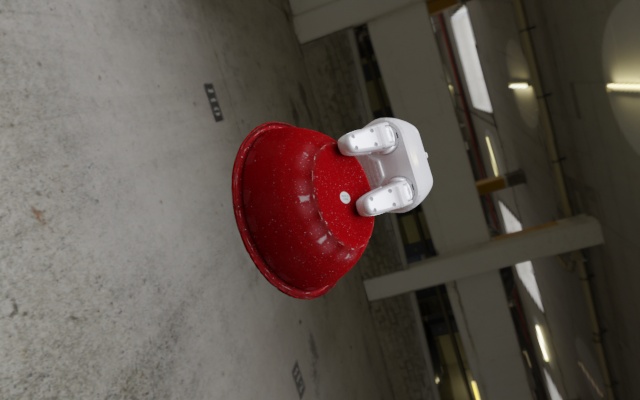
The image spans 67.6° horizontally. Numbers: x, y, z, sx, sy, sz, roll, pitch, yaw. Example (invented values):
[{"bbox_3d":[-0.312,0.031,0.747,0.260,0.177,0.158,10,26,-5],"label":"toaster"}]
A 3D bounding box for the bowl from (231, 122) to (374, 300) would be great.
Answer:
[{"bbox_3d":[0.000,0.002,0.413,0.055,0.162,0.162,-16,-9,34],"label":"bowl"}]
